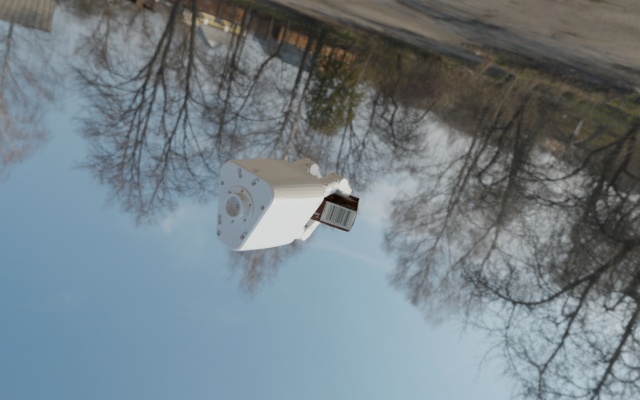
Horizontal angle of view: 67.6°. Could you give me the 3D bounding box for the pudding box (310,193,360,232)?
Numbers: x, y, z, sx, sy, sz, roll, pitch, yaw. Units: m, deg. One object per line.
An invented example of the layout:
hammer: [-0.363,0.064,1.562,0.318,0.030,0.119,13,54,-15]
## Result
pudding box: [0.000,0.003,0.718,0.113,0.039,0.090,22,15,1]
